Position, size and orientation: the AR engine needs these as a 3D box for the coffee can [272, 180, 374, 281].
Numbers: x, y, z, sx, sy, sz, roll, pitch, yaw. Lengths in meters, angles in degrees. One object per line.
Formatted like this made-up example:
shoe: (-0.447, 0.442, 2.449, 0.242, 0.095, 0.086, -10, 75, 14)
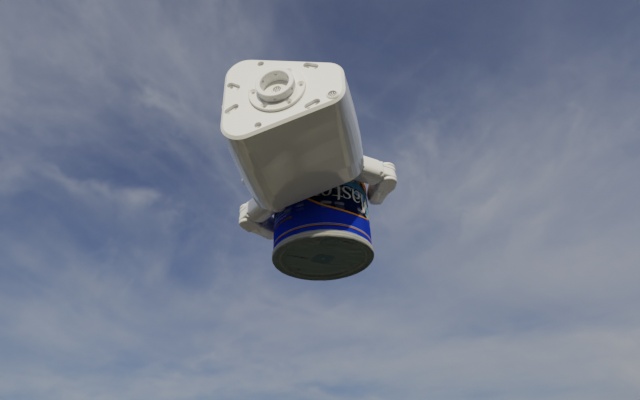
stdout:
coffee can: (0.000, 0.002, 0.516, 0.103, 0.140, 0.103, -2, -33, -1)
